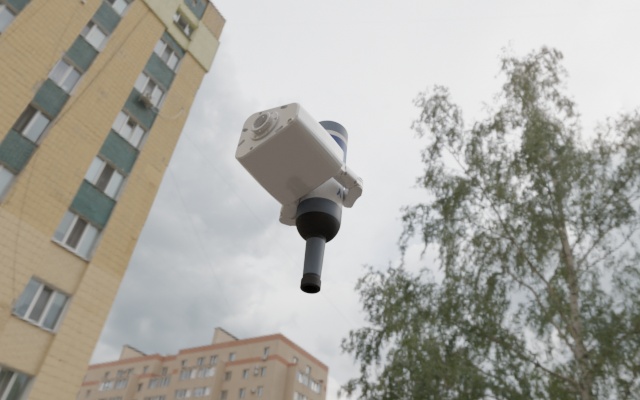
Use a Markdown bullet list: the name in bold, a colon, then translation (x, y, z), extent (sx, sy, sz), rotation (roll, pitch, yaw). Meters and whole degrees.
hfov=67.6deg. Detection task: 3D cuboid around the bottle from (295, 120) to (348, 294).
- **bottle**: translation (0.000, 0.002, 0.712), extent (0.069, 0.295, 0.069), rotation (4, -39, 3)
